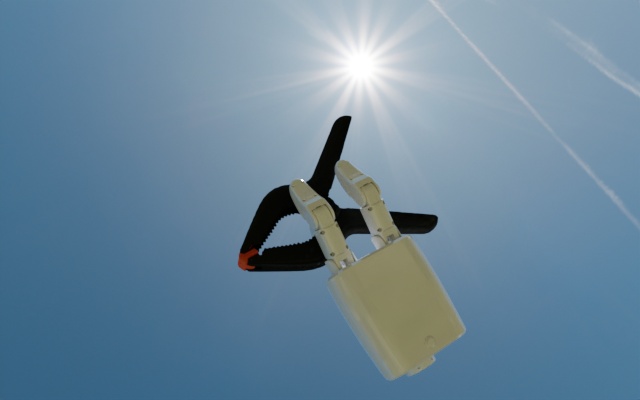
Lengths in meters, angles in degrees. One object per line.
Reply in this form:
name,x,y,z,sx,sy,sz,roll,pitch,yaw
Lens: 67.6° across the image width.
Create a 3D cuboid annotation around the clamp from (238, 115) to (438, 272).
clamp,0.000,0.002,0.501,0.210,0.164,0.036,-25,-19,-22
